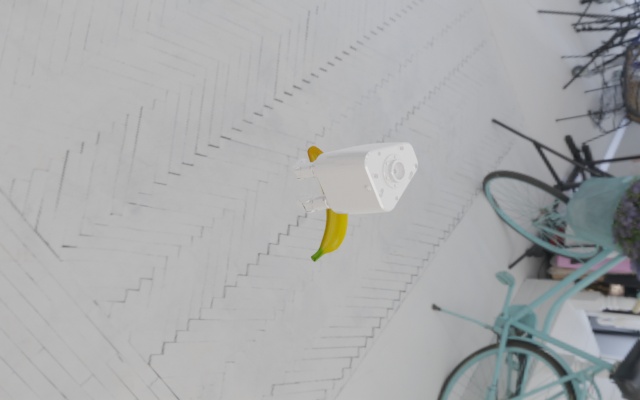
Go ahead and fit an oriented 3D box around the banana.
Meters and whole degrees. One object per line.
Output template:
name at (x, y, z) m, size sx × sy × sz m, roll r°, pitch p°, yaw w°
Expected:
banana at (0.015, 0.004, 0.818) m, size 0.069 × 0.198 × 0.037 m, roll -7°, pitch 7°, yaw -38°
